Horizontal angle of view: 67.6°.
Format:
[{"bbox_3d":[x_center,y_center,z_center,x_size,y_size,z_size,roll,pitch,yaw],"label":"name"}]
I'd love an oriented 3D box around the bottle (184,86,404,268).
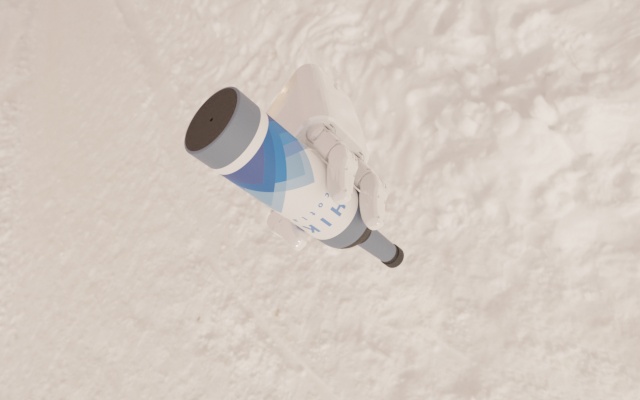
[{"bbox_3d":[0.000,0.002,0.484,0.069,0.069,0.296,0,-28,43],"label":"bottle"}]
